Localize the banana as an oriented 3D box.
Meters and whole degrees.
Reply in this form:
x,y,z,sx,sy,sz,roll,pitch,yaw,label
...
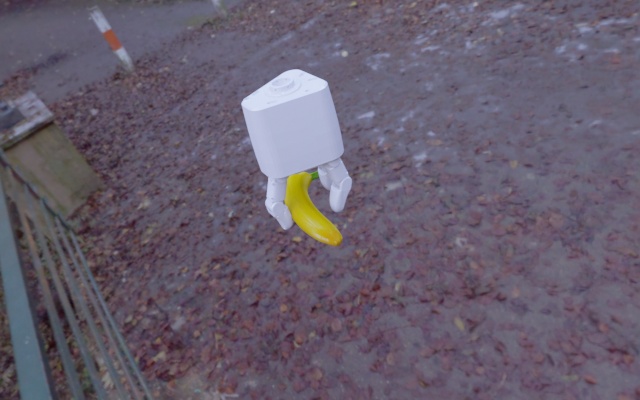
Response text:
x,y,z,sx,sy,sz,roll,pitch,yaw,label
-0.019,0.003,0.722,0.069,0.037,0.197,-9,36,-5,banana
